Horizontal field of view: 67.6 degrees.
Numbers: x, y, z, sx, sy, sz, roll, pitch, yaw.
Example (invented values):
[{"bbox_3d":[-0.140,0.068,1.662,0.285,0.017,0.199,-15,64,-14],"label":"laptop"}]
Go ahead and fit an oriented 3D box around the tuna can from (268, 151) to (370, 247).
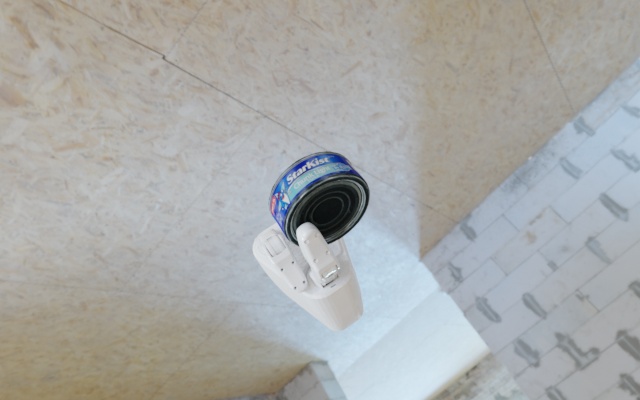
[{"bbox_3d":[0.000,0.002,0.420,0.086,0.086,0.033,0,39,-36],"label":"tuna can"}]
